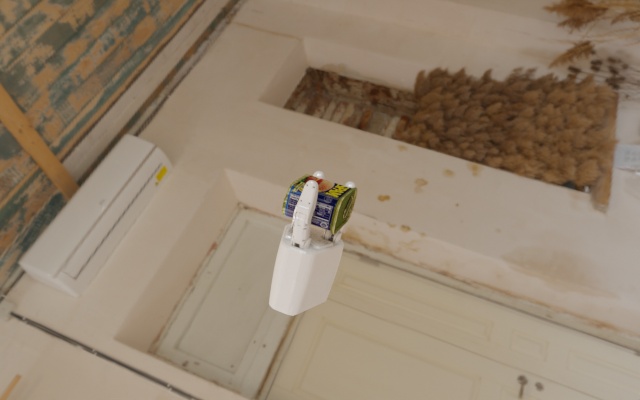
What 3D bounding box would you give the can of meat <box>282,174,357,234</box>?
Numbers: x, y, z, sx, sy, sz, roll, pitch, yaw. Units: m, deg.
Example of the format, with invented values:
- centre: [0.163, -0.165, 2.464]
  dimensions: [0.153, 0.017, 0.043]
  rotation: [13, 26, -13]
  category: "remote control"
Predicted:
- centre: [0.000, 0.002, 0.718]
  dimensions: [0.084, 0.057, 0.102]
  rotation: [18, 19, 14]
  category: "can of meat"
